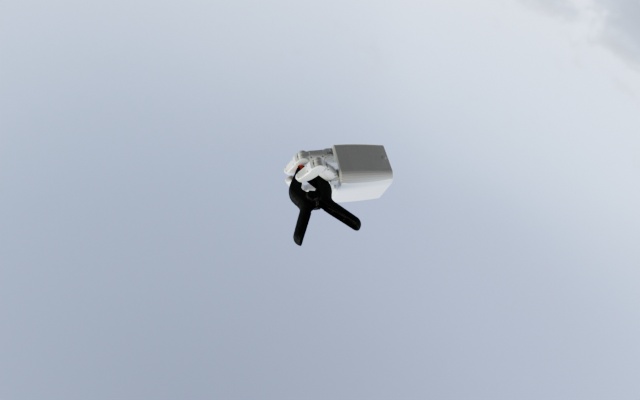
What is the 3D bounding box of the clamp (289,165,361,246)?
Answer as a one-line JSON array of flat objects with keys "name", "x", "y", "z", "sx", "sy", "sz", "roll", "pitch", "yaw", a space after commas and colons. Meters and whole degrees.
[{"name": "clamp", "x": 0.000, "y": 0.003, "z": 0.856, "sx": 0.120, "sy": 0.171, "sz": 0.039, "roll": -3, "pitch": -37, "yaw": -13}]
